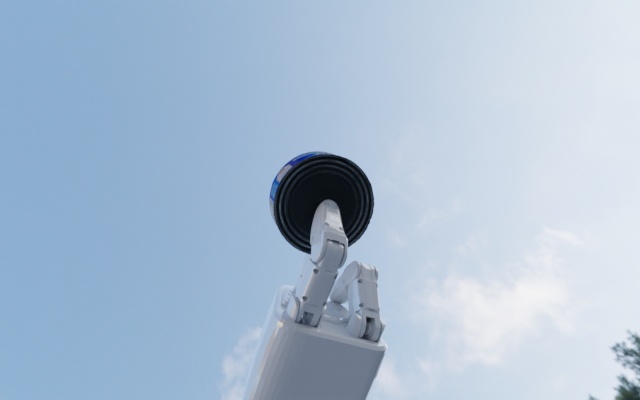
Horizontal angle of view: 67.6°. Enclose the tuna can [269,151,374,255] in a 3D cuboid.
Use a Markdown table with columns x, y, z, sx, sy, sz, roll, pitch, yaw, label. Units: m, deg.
| x | y | z | sx | sy | sz | roll | pitch | yaw | label |
| --- | --- | --- | --- | --- | --- | --- | --- | --- | --- |
| 0.000 | 0.001 | 0.408 | 0.086 | 0.086 | 0.033 | 0 | 12 | -15 | tuna can |
